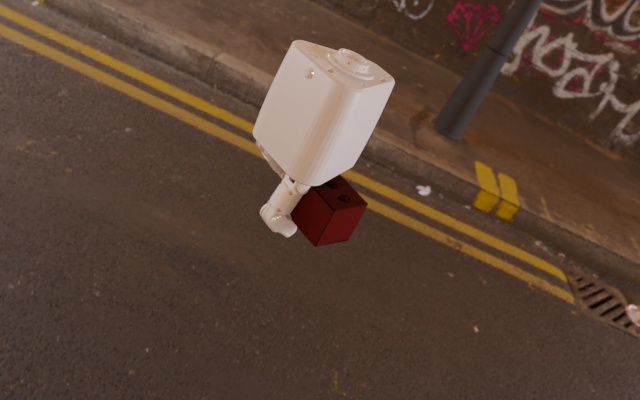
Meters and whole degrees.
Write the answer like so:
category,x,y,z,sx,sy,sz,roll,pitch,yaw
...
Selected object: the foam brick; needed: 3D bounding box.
category,x,y,z,sx,sy,sz,roll,pitch,yaw
foam brick,0.000,0.002,0.503,0.053,0.051,0.078,-9,47,-46
